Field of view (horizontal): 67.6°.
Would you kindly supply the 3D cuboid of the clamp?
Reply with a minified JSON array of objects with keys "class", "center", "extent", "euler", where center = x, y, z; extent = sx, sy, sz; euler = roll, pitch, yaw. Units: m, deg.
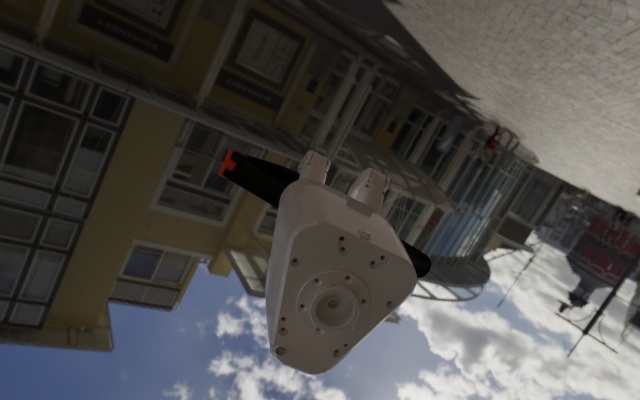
[{"class":"clamp","center":[-0.001,0.002,0.489],"extent":[0.210,0.036,0.164],"euler":[25,11,-12]}]
